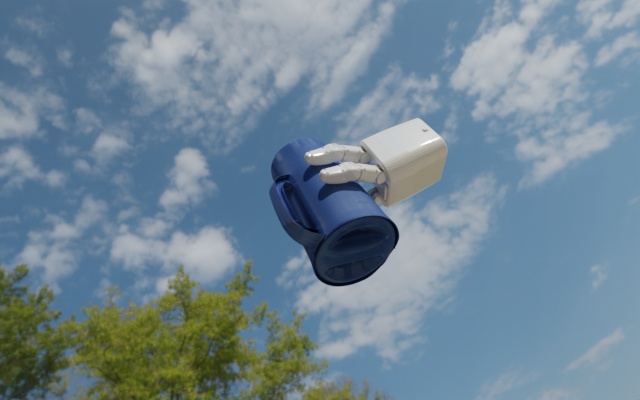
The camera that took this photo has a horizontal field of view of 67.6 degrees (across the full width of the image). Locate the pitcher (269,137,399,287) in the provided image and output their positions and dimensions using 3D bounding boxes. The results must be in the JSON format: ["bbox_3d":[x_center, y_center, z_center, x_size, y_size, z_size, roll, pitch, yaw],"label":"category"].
[{"bbox_3d":[0.000,0.002,0.739,0.145,0.149,0.242,-26,45,-7],"label":"pitcher"}]
